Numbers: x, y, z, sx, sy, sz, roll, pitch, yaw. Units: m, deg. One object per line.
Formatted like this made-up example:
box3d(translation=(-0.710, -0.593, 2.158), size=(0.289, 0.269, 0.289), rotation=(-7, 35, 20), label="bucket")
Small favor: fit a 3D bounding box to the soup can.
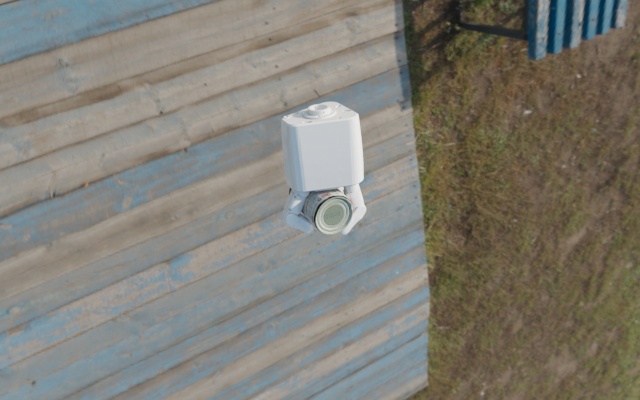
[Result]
box3d(translation=(0.000, 0.003, 0.761), size=(0.068, 0.068, 0.102), rotation=(0, 24, -28), label="soup can")
